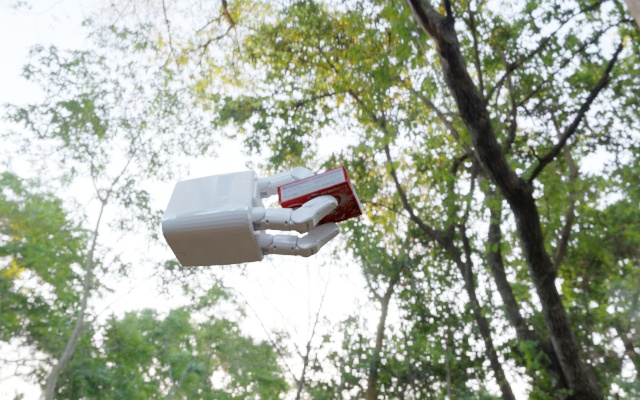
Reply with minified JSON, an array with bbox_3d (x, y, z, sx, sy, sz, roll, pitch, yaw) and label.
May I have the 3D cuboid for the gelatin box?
[{"bbox_3d":[0.000,0.001,0.594,0.089,0.030,0.073,-18,-40,9],"label":"gelatin box"}]
